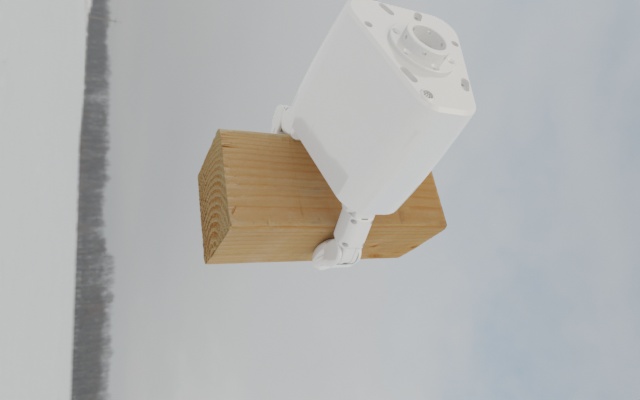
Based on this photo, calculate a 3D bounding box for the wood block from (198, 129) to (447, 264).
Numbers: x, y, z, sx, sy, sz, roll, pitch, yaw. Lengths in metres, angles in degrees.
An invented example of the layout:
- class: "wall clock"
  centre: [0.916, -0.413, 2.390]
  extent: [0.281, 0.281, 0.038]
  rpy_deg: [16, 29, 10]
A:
- class: "wood block"
  centre: [0.000, 0.002, 0.445]
  extent: [0.206, 0.090, 0.090]
  rpy_deg: [2, -26, -26]
